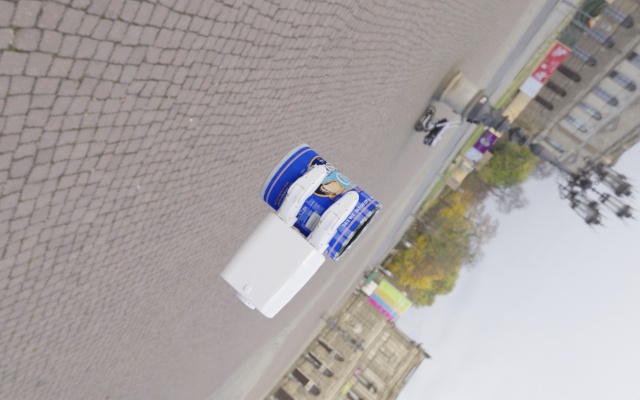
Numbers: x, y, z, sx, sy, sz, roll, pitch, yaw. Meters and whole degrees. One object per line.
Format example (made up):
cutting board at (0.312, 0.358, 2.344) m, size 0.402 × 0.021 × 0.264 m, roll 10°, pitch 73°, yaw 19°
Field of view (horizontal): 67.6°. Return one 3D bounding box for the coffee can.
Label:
coffee can at (0.000, 0.002, 0.673) m, size 0.140 × 0.103 × 0.103 m, roll 39°, pitch 9°, yaw 11°
